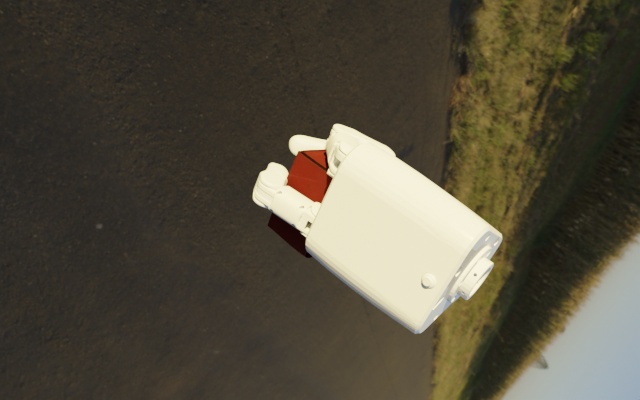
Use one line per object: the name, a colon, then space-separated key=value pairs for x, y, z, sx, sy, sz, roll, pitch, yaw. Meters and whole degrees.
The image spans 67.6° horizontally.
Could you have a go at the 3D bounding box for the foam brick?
foam brick: x=0.000 y=0.002 z=0.410 sx=0.051 sy=0.078 sz=0.053 roll=37 pitch=27 yaw=26
